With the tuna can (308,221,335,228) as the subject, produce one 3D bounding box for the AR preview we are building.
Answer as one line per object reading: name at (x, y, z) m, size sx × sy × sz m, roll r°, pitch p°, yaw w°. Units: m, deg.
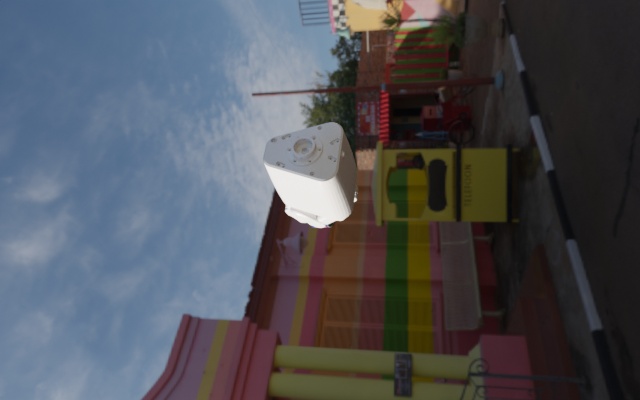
tuna can at (0.000, 0.003, 0.792) m, size 0.034 × 0.086 × 0.086 m, roll -3°, pitch -1°, yaw 15°
